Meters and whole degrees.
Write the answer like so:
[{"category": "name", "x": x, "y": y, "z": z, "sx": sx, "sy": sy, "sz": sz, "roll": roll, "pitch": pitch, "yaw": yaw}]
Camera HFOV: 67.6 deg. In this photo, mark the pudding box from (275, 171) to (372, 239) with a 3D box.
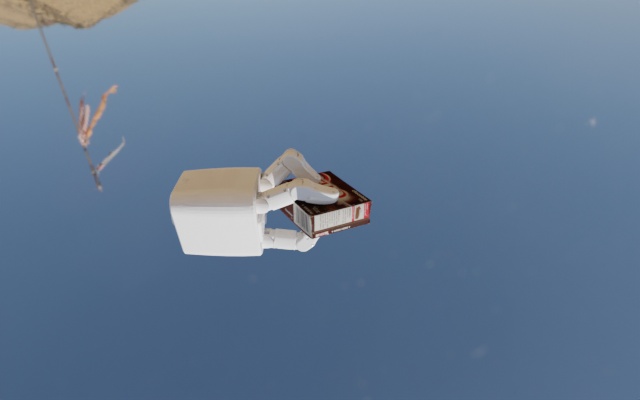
[{"category": "pudding box", "x": 0.000, "y": 0.002, "z": 0.633, "sx": 0.090, "sy": 0.039, "sz": 0.113, "roll": -14, "pitch": 33, "yaw": -25}]
